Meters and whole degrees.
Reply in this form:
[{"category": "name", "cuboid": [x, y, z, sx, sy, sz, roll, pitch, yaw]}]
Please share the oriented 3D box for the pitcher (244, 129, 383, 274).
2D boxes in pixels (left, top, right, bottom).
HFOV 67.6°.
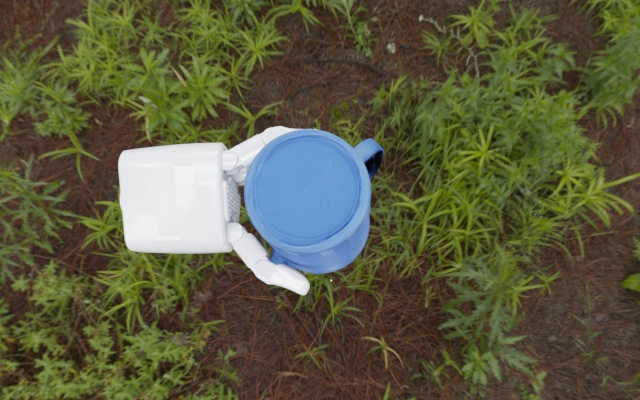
[{"category": "pitcher", "cuboid": [0.000, 0.002, 0.513, 0.145, 0.149, 0.243, 0, -9, 2]}]
